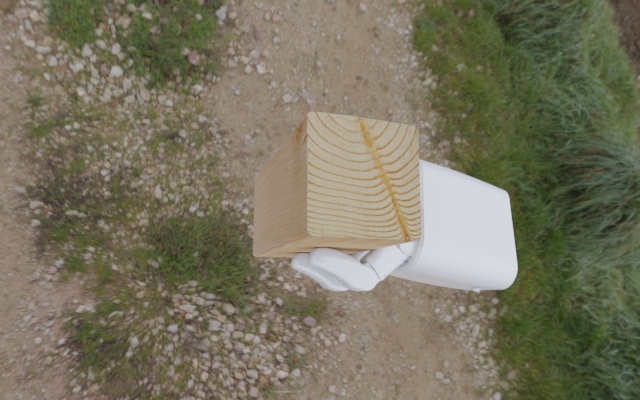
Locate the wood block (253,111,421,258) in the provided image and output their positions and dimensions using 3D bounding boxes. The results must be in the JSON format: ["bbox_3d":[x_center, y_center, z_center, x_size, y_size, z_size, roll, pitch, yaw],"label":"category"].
[{"bbox_3d":[0.000,0.001,0.436,0.090,0.091,0.206,4,-12,-18],"label":"wood block"}]
